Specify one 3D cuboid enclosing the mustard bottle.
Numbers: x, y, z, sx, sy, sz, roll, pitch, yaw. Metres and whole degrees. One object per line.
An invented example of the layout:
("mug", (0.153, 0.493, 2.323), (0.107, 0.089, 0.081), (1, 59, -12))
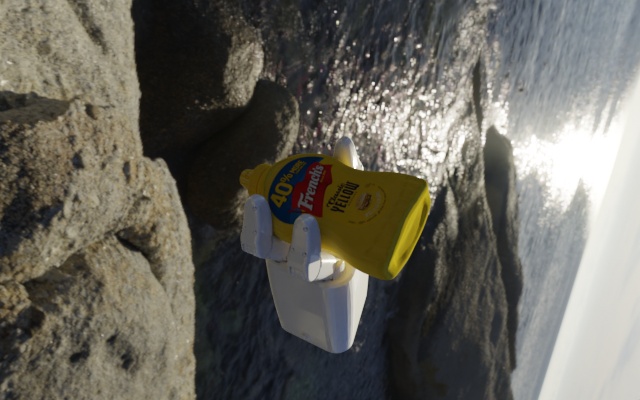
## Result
("mustard bottle", (0.000, 0.001, 0.458), (0.191, 0.096, 0.058), (18, -26, 29))
